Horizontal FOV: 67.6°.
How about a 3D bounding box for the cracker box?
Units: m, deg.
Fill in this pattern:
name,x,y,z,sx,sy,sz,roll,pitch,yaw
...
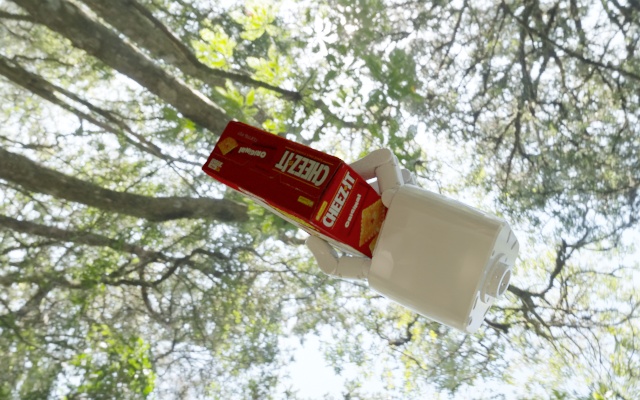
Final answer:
name,x,y,z,sx,sy,sz,roll,pitch,yaw
cracker box,0.000,0.002,0.539,0.164,0.072,0.214,23,-8,37
